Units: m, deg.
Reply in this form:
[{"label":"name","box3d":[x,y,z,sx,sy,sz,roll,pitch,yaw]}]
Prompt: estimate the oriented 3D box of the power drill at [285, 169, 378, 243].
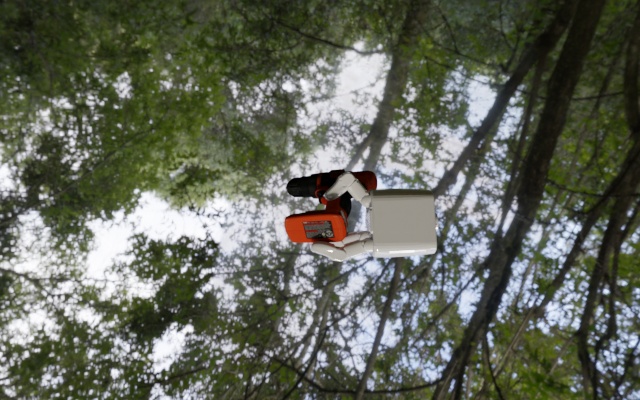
[{"label":"power drill","box3d":[0.000,0.003,0.870,0.184,0.057,0.187,-5,30,21]}]
